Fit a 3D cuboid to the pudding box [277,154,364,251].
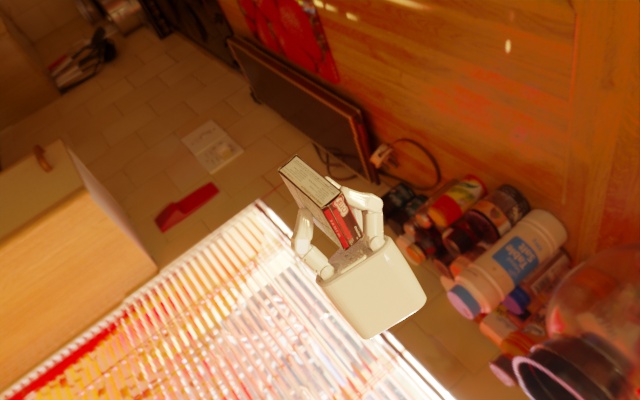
[{"bbox_3d":[0.000,0.002,0.619,0.039,0.090,0.113,-39,45,-12],"label":"pudding box"}]
